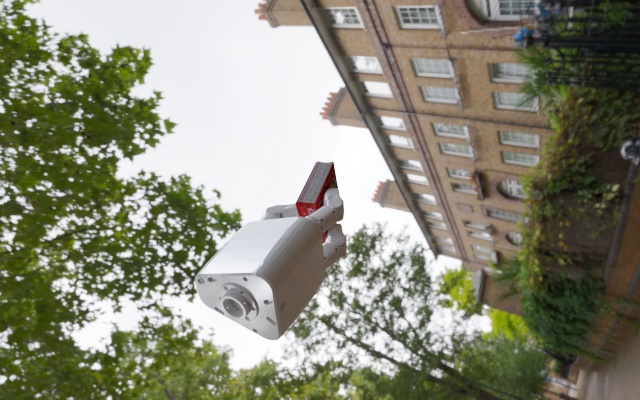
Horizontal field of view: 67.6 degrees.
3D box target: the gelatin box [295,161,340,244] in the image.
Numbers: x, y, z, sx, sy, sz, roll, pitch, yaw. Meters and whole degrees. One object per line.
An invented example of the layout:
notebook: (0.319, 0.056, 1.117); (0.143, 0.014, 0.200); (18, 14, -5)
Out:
gelatin box: (0.000, 0.002, 0.645); (0.030, 0.073, 0.089); (5, 44, 19)
